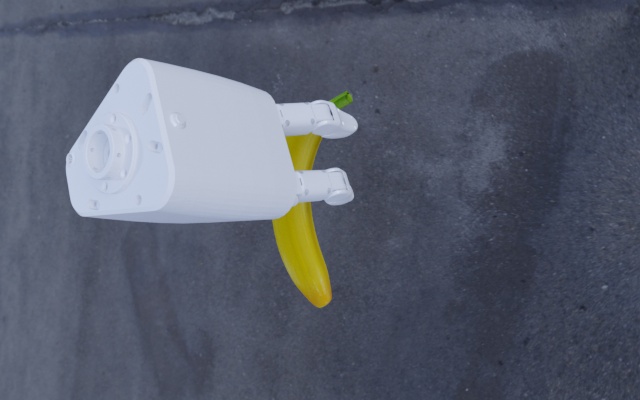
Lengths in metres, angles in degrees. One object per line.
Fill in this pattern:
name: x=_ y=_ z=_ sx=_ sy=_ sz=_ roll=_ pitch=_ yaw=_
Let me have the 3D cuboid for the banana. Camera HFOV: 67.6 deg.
banana: x=-0.015 y=-0.003 z=0.441 sx=0.069 sy=0.198 sz=0.037 roll=6 pitch=1 yaw=31
